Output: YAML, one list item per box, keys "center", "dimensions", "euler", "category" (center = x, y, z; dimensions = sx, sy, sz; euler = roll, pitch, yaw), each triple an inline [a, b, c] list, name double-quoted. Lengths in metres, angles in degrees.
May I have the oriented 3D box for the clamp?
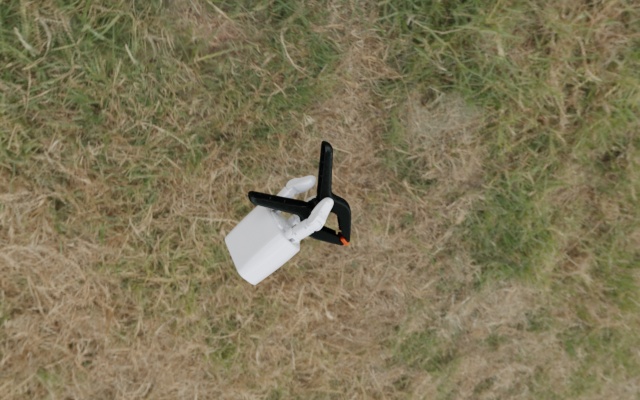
- center: [0.000, 0.004, 0.839]
  dimensions: [0.210, 0.164, 0.036]
  euler: [43, 14, -33]
  category: "clamp"
